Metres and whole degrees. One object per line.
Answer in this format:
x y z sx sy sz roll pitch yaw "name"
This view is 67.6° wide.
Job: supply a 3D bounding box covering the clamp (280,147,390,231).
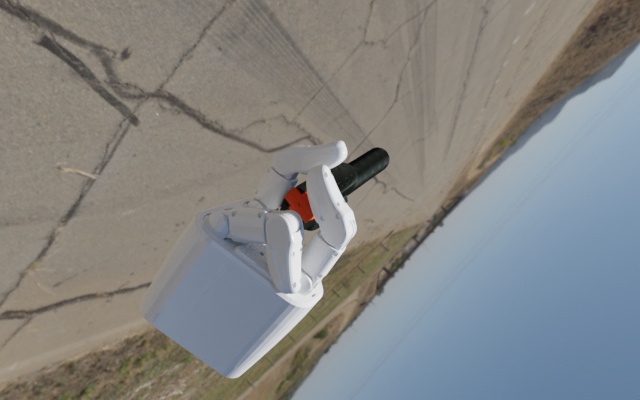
0.001 0.002 0.448 0.039 0.120 0.171 45 24 11 "clamp"
